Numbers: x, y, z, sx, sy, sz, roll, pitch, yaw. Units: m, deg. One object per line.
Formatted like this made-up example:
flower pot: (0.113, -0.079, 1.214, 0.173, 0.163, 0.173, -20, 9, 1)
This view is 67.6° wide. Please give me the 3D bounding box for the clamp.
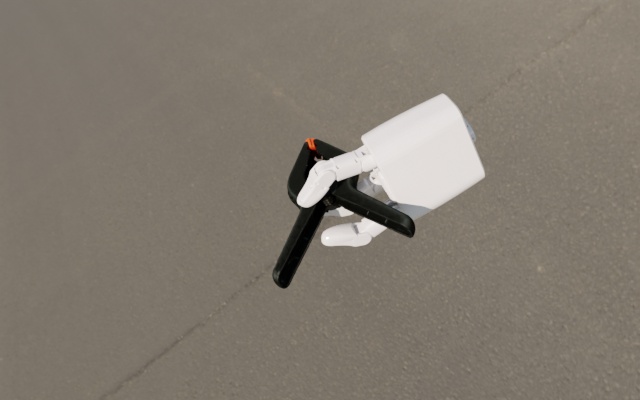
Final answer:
clamp: (0.000, 0.001, 0.574, 0.164, 0.209, 0.036, -27, -45, 4)
